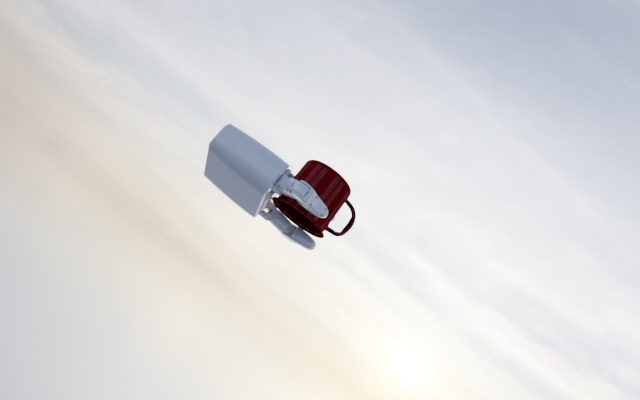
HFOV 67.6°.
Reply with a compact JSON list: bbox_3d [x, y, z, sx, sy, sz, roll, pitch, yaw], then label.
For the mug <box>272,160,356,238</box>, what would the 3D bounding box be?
[{"bbox_3d":[0.001,0.003,0.694,0.117,0.081,0.093,37,-15,2],"label":"mug"}]
